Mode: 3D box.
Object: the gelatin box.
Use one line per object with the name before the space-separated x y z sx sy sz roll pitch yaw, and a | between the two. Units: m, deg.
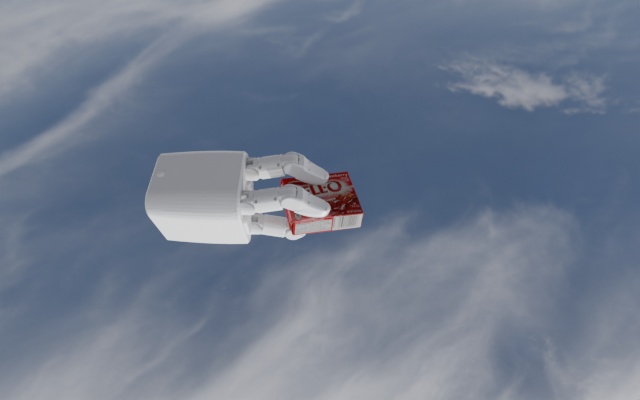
gelatin box | 0.000 0.002 0.587 0.089 0.073 0.030 -6 -42 -13
